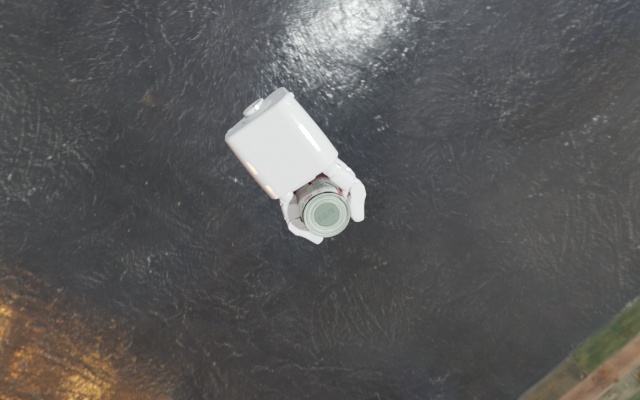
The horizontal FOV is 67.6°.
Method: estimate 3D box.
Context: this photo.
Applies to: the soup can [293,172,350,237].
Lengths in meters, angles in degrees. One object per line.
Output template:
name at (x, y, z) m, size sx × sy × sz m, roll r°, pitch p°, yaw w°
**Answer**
soup can at (0.000, 0.003, 0.686) m, size 0.068 × 0.068 × 0.102 m, roll 0°, pitch 20°, yaw -11°
